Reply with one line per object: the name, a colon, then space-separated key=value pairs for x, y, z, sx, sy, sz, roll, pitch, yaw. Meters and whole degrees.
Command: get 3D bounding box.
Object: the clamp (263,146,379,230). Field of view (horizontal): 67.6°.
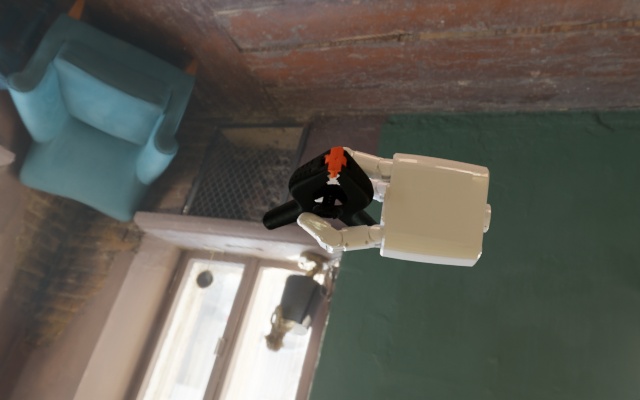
clamp: x=0.000 y=0.002 z=0.560 sx=0.164 sy=0.036 sz=0.210 roll=5 pitch=-25 yaw=6
